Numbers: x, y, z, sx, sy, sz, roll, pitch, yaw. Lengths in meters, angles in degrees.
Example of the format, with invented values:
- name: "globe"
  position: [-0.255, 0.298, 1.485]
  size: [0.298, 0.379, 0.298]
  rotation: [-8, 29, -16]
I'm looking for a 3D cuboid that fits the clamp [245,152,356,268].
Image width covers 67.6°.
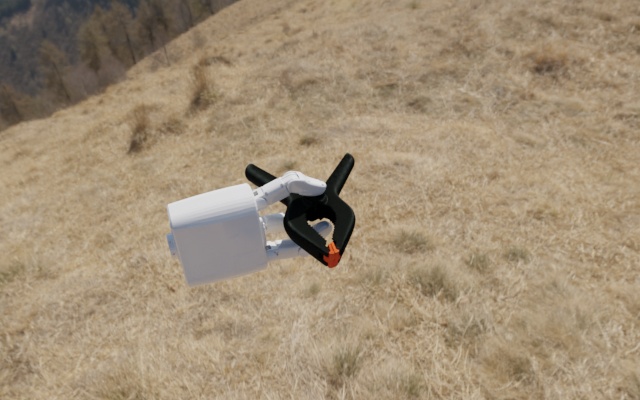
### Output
- name: "clamp"
  position: [0.000, 0.002, 0.650]
  size: [0.164, 0.036, 0.209]
  rotation: [-13, 43, -16]
